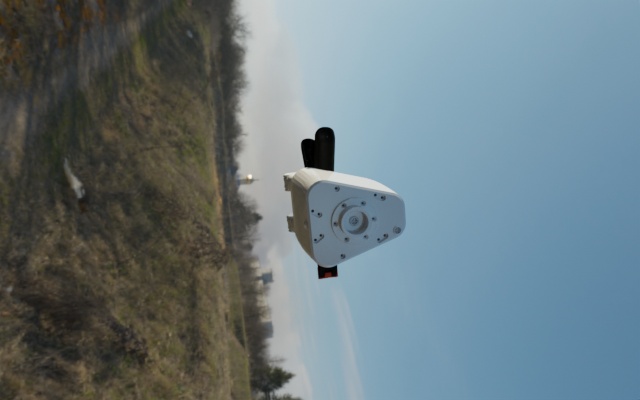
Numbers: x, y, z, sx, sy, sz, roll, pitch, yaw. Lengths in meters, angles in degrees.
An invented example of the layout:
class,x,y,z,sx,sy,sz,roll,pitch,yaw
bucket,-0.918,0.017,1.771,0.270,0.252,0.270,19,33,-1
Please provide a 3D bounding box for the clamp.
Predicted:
class,x,y,z,sx,sy,sz,roll,pitch,yaw
clamp,0.001,0.003,0.670,0.036,0.210,0.164,-6,10,-8
